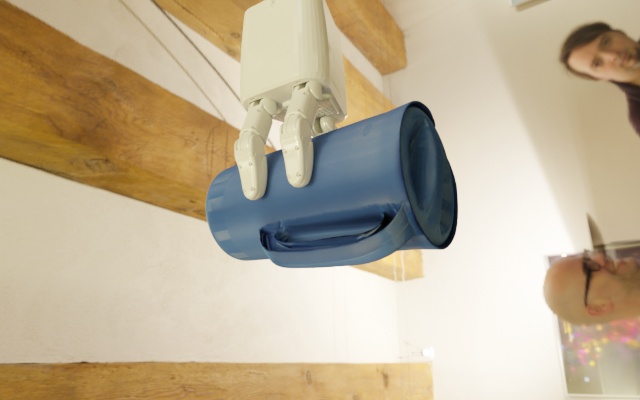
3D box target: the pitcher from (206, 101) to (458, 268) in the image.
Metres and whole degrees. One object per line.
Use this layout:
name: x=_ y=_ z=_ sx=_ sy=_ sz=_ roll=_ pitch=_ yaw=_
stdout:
pitcher: x=0.000 y=0.001 z=0.473 sx=0.243 sy=0.145 sz=0.149 roll=-12 pitch=-16 yaw=32
